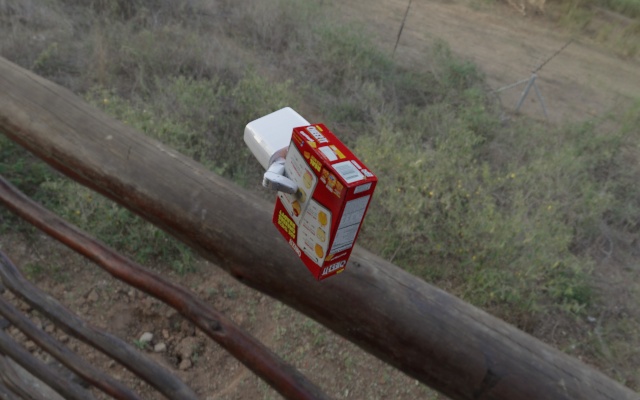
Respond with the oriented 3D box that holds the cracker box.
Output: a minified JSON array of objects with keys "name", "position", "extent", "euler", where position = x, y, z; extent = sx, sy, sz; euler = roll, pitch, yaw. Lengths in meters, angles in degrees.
[{"name":"cracker box","position":[0.000,0.003,0.816],"extent":[0.072,0.214,0.164],"euler":[-15,48,-33]}]
